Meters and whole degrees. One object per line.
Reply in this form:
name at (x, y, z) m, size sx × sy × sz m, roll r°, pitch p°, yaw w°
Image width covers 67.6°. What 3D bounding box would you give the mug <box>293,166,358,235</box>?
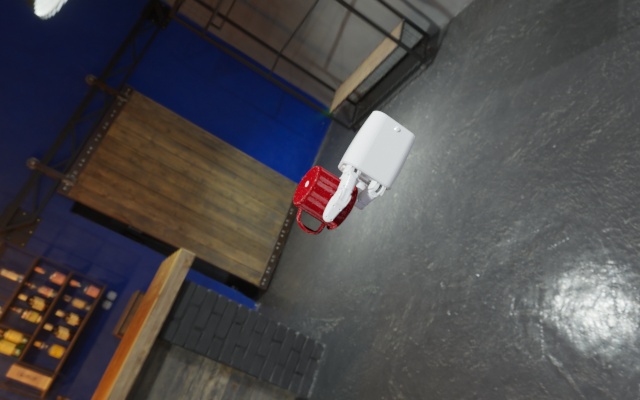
mug at (-0.001, 0.004, 0.840) m, size 0.081 × 0.117 × 0.093 m, roll 32°, pitch -6°, yaw -18°
